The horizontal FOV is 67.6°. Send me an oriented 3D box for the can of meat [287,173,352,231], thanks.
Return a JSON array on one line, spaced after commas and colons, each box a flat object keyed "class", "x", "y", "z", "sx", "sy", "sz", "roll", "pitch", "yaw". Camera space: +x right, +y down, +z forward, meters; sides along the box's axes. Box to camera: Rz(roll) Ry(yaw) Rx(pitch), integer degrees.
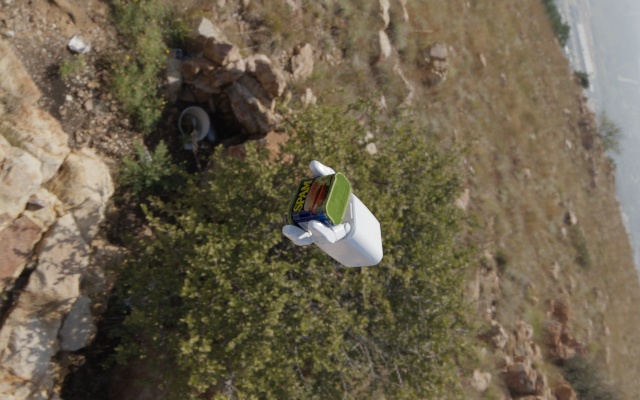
[{"class": "can of meat", "x": 0.000, "y": 0.003, "z": 0.841, "sx": 0.084, "sy": 0.102, "sz": 0.057, "roll": -10, "pitch": -43, "yaw": 37}]
